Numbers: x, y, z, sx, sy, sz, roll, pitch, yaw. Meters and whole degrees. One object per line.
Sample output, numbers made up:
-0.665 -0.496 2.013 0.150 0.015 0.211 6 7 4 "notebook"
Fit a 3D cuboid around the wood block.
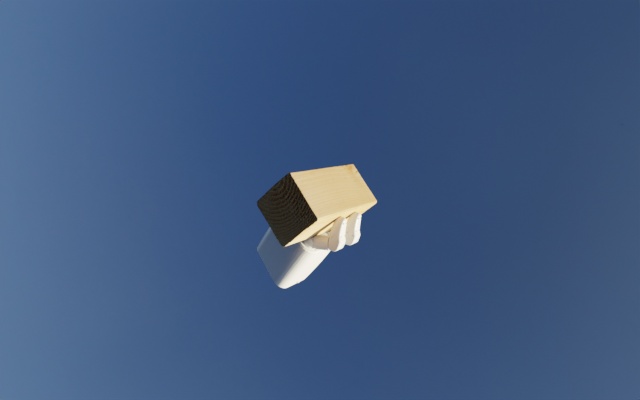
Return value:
0.000 0.003 0.837 0.090 0.091 0.206 -39 -13 30 "wood block"
